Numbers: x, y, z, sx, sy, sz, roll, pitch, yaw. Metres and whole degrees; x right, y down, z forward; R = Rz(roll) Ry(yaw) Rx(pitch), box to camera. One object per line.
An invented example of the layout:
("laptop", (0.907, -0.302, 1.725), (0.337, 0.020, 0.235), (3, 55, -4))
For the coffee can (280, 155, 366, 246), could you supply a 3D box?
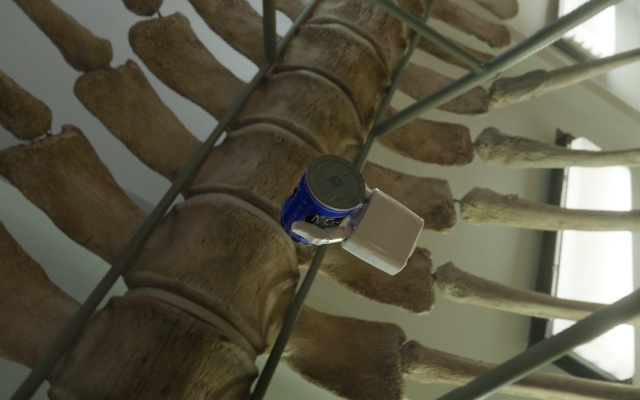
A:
("coffee can", (0.000, 0.003, 0.815), (0.103, 0.102, 0.140), (0, -29, -26))
